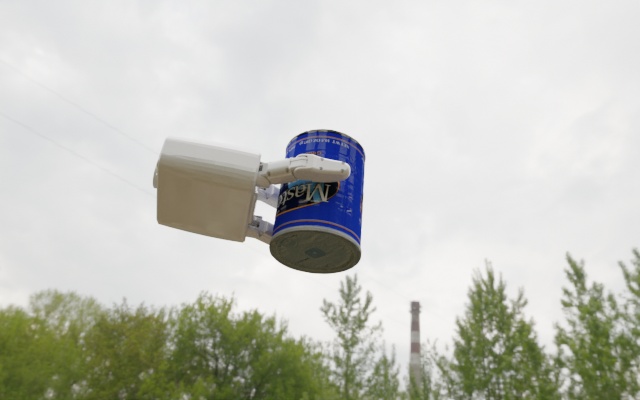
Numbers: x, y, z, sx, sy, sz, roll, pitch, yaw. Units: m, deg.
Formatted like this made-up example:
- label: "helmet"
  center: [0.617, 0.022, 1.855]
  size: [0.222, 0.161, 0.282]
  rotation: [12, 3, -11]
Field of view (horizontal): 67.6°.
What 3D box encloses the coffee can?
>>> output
- label: "coffee can"
  center: [0.000, 0.002, 0.565]
  size: [0.103, 0.140, 0.103]
  rotation: [4, -34, 3]
